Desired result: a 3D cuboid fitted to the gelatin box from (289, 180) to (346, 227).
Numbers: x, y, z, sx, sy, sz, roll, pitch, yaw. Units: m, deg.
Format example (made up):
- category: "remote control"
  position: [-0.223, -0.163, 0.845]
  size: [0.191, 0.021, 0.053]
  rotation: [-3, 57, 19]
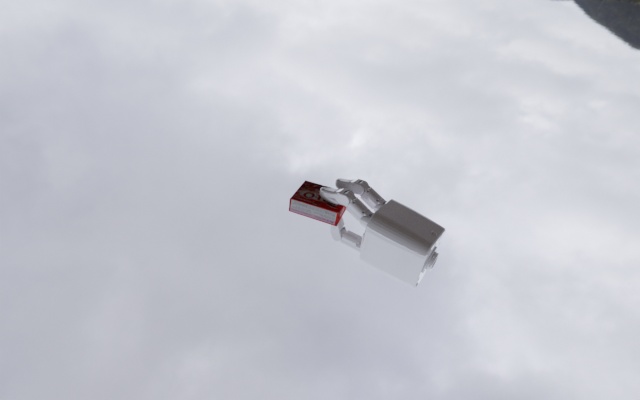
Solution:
- category: "gelatin box"
  position: [0.000, 0.003, 0.816]
  size: [0.089, 0.030, 0.073]
  rotation: [17, 32, 12]
